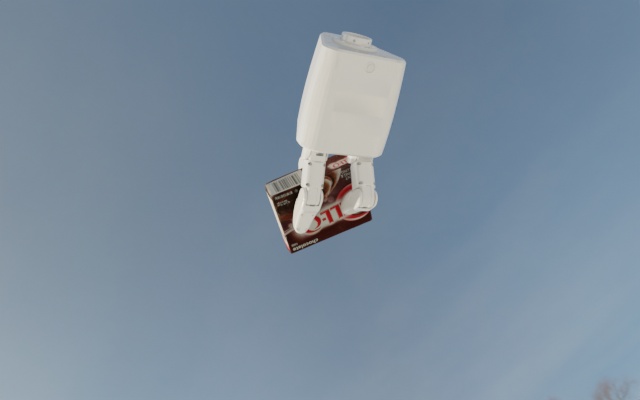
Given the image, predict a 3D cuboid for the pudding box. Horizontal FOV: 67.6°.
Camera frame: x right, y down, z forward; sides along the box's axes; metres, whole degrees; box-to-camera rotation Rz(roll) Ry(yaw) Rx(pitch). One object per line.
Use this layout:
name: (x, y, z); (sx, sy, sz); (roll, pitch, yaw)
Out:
pudding box: (0.000, 0.002, 0.569); (0.113, 0.090, 0.039); (-21, 35, -7)
